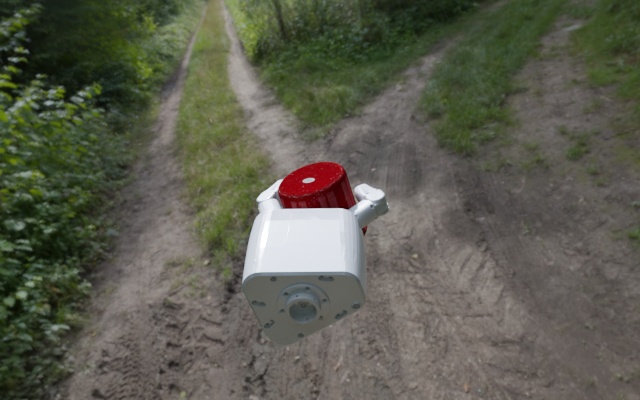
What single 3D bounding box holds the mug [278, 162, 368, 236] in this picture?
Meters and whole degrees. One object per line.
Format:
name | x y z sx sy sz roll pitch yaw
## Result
mug | 0.000 0.001 0.571 0.093 0.081 0.117 -15 29 8
